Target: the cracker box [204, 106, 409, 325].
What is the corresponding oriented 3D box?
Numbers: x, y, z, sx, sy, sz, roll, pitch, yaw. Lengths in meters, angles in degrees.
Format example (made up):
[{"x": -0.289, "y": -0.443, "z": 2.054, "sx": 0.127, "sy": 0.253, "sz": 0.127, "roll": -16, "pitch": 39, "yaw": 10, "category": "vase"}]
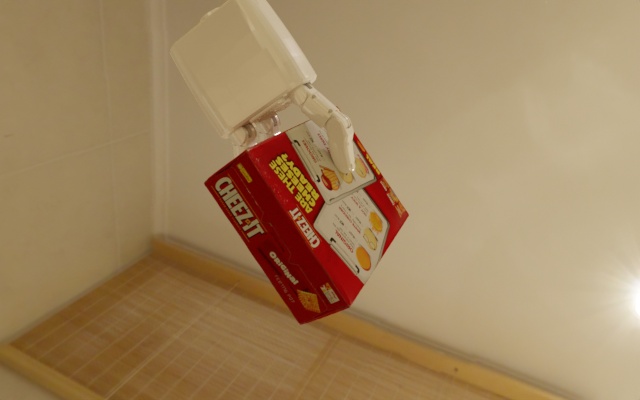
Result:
[{"x": 0.000, "y": 0.002, "z": 0.509, "sx": 0.072, "sy": 0.164, "sz": 0.213, "roll": -31, "pitch": 5, "yaw": 32, "category": "cracker box"}]
